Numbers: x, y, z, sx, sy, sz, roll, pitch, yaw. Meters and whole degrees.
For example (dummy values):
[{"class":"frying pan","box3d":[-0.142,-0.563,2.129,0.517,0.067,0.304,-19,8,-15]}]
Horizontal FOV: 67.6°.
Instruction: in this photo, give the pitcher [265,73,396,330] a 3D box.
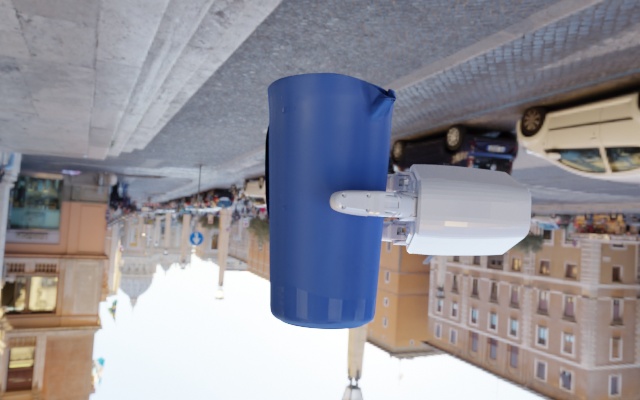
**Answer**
[{"class":"pitcher","box3d":[0.000,0.002,0.502,0.145,0.243,0.149,3,-3,3]}]
